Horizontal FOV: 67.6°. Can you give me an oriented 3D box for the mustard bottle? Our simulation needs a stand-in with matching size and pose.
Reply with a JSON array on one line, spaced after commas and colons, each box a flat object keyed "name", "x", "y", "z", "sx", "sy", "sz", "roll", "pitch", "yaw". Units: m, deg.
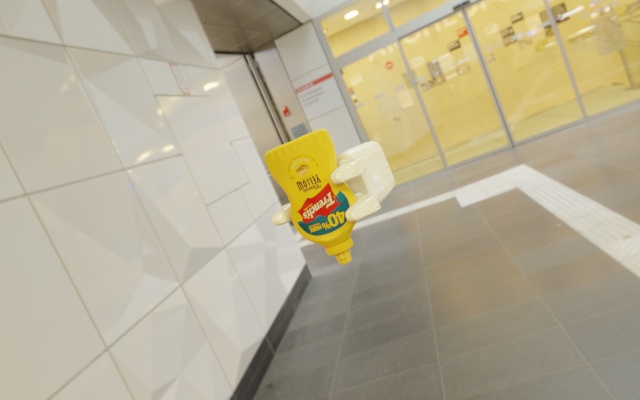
[{"name": "mustard bottle", "x": 0.000, "y": 0.002, "z": 0.682, "sx": 0.096, "sy": 0.191, "sz": 0.058, "roll": -22, "pitch": 7, "yaw": 10}]
